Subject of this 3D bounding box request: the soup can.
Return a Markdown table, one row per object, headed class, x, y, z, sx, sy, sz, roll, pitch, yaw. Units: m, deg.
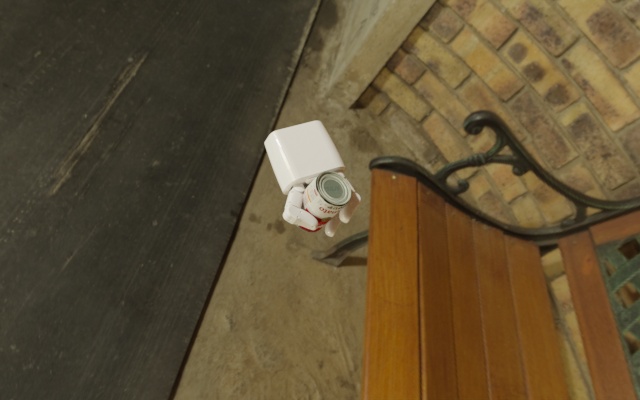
| class | x | y | z | sx | sy | sz | roll | pitch | yaw |
| --- | --- | --- | --- | --- | --- | --- | --- | --- | --- |
| soup can | 0.000 | 0.003 | 0.816 | 0.068 | 0.068 | 0.102 | 0 | -28 | -31 |
